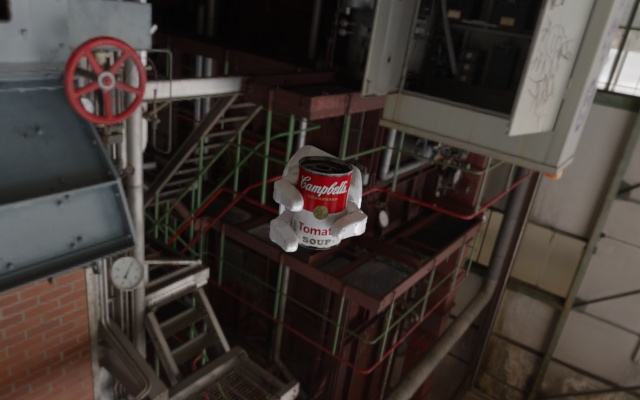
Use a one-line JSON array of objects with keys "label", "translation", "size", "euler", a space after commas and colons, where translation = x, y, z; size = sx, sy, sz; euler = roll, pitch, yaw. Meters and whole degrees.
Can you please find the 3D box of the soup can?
[{"label": "soup can", "translation": [0.000, 0.002, 0.603], "size": [0.068, 0.102, 0.068], "euler": [7, 23, -3]}]
